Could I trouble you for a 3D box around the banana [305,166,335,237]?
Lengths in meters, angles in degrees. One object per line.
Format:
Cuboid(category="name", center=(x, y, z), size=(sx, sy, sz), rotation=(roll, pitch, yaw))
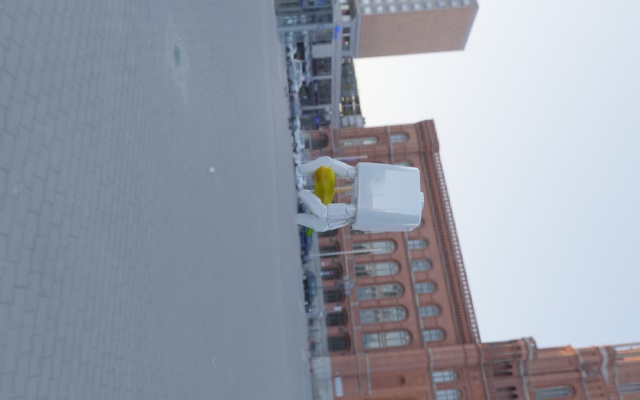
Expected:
Cuboid(category="banana", center=(0.003, -0.010, 0.841), size=(0.037, 0.069, 0.198), rotation=(12, -35, 2))
